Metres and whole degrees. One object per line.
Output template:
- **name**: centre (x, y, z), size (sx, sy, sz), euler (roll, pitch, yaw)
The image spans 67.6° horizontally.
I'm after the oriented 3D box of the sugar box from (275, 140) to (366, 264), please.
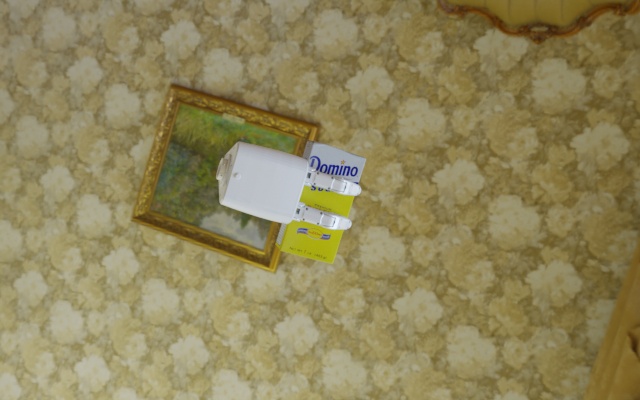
- **sugar box**: centre (0.000, 0.003, 0.751), size (0.093, 0.176, 0.048), euler (16, 5, -18)
